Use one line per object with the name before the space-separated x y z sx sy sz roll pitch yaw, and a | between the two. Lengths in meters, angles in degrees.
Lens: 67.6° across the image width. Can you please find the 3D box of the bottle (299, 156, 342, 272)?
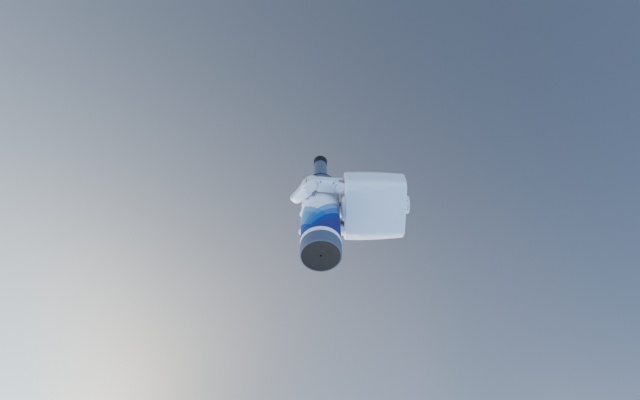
bottle | 0.000 0.003 0.857 0.069 0.069 0.295 0 34 0
